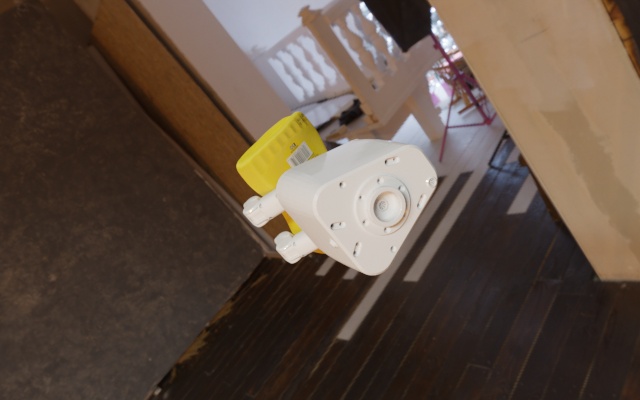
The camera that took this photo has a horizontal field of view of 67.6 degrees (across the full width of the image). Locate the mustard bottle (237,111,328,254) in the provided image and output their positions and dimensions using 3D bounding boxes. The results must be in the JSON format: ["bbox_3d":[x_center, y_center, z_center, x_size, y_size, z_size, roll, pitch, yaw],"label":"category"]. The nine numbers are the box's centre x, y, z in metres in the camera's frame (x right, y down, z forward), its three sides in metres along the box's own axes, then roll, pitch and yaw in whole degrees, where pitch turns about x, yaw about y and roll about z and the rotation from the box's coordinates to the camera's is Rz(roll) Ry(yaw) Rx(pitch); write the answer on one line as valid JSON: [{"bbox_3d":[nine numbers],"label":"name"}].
[{"bbox_3d":[0.000,0.002,0.539,0.058,0.192,0.096,-14,31,53],"label":"mustard bottle"}]
